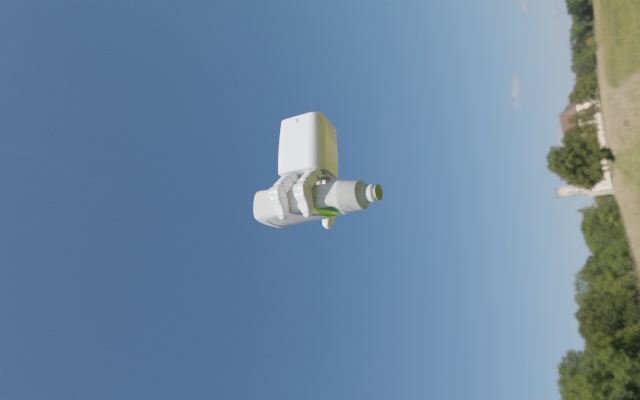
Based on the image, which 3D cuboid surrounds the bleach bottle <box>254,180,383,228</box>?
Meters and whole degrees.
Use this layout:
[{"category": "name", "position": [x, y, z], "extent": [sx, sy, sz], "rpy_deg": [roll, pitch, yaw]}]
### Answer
[{"category": "bleach bottle", "position": [0.000, 0.003, 0.874], "extent": [0.251, 0.068, 0.102], "rpy_deg": [-8, -16, 34]}]
